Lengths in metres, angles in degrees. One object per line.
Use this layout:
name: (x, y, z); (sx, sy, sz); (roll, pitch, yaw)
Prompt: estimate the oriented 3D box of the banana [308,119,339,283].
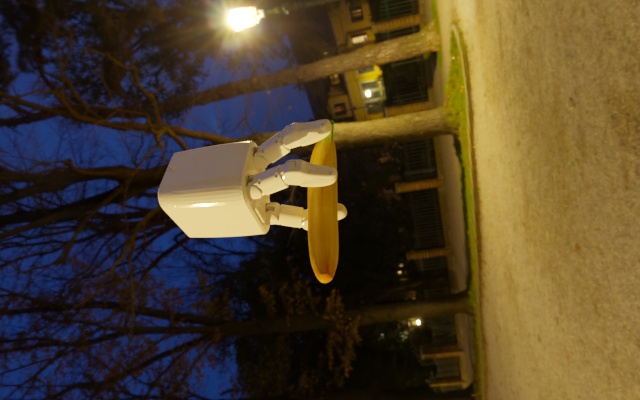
banana: (0.002, 0.006, 0.565); (0.037, 0.197, 0.070); (-2, -22, 5)
